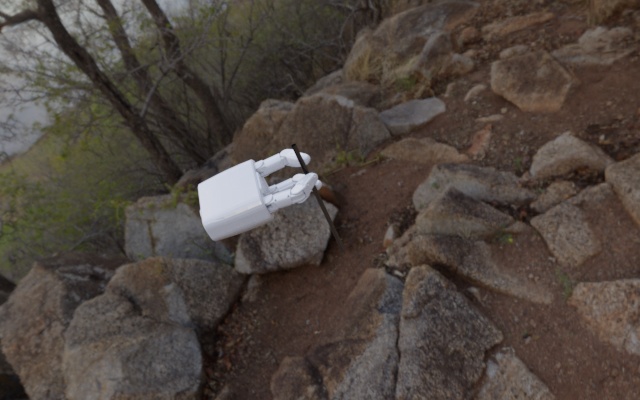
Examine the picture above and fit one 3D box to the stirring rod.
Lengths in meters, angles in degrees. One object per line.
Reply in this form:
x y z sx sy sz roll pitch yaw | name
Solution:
0.000 0.003 0.822 0.011 0.240 0.011 -17 35 12 | stirring rod
